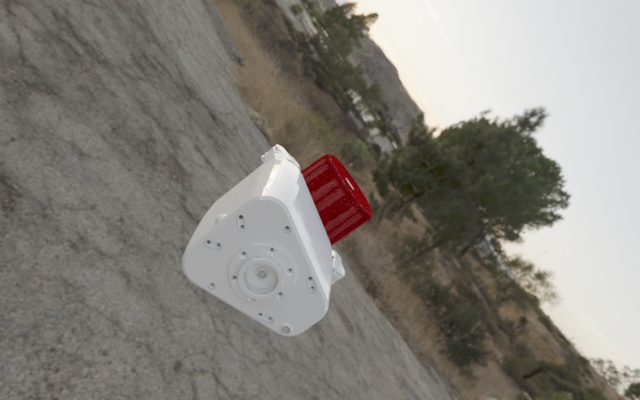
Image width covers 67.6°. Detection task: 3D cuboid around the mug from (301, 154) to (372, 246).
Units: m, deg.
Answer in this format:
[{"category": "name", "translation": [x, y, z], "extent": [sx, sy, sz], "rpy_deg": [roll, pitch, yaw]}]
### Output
[{"category": "mug", "translation": [0.000, 0.001, 0.511], "extent": [0.081, 0.093, 0.117], "rpy_deg": [-35, 16, 11]}]
